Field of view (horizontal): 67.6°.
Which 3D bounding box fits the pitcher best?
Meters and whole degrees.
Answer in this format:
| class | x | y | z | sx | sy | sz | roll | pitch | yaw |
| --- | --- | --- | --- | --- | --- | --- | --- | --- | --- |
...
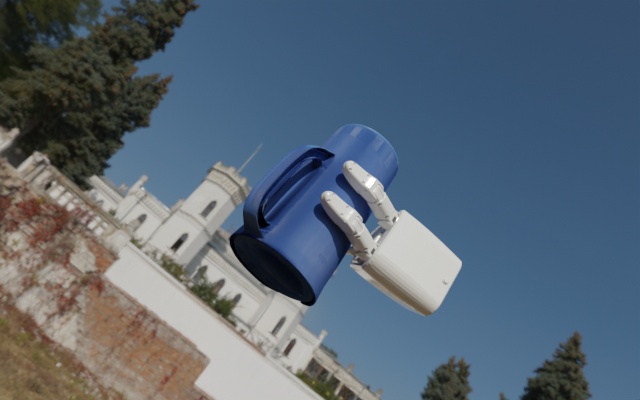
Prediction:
| class | x | y | z | sx | sy | sz | roll | pitch | yaw |
| --- | --- | --- | --- | --- | --- | --- | --- | --- | --- |
| pitcher | 0.000 | 0.002 | 0.633 | 0.145 | 0.242 | 0.149 | 40 | -28 | -2 |
